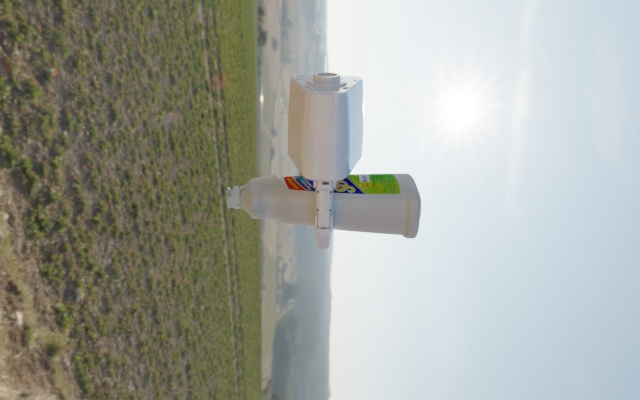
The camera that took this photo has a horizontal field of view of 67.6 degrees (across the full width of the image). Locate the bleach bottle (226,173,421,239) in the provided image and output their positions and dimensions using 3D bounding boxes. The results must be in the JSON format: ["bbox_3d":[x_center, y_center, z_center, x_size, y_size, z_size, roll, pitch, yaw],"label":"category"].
[{"bbox_3d":[0.000,0.002,0.640,0.251,0.068,0.102,1,26,0],"label":"bleach bottle"}]
